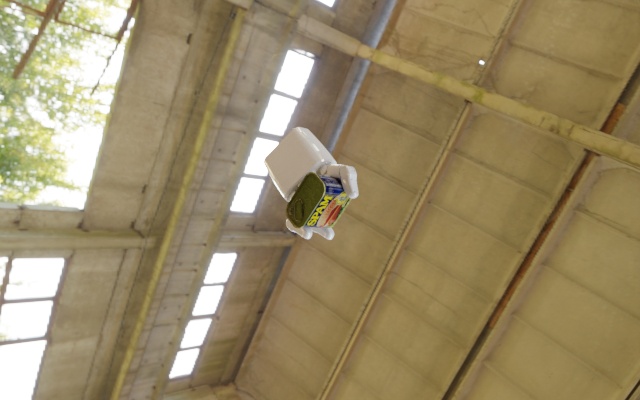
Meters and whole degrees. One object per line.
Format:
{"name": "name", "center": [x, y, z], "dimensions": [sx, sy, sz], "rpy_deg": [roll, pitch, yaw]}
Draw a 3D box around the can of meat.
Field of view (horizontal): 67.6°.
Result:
{"name": "can of meat", "center": [0.000, 0.003, 0.858], "dimensions": [0.084, 0.102, 0.057], "rpy_deg": [5, 36, -46]}
